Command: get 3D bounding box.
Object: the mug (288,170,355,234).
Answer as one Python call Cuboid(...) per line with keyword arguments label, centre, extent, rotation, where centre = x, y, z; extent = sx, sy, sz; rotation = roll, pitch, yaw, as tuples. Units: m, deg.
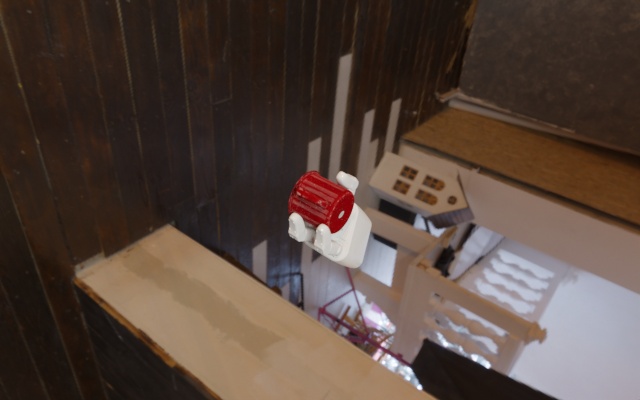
Cuboid(label="mug", centre=(0.000, 0.002, 0.810), extent=(0.081, 0.093, 0.117), rotation=(27, -3, 27))
